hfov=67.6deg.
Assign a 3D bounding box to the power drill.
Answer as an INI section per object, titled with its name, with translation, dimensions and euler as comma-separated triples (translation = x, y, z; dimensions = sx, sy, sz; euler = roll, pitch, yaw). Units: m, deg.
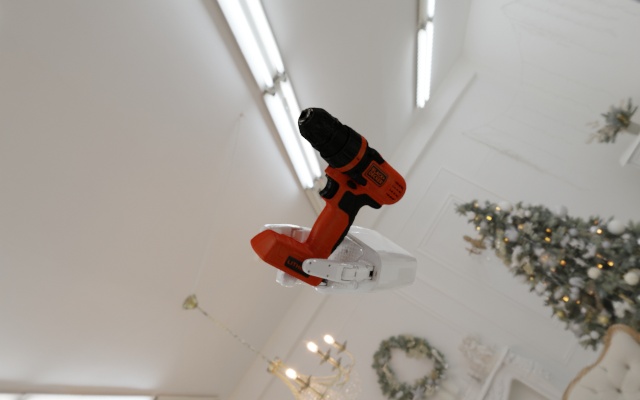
[power drill]
translation = 0.000, 0.002, 0.581
dimensions = 0.184, 0.187, 0.057
euler = 35, 6, -35
